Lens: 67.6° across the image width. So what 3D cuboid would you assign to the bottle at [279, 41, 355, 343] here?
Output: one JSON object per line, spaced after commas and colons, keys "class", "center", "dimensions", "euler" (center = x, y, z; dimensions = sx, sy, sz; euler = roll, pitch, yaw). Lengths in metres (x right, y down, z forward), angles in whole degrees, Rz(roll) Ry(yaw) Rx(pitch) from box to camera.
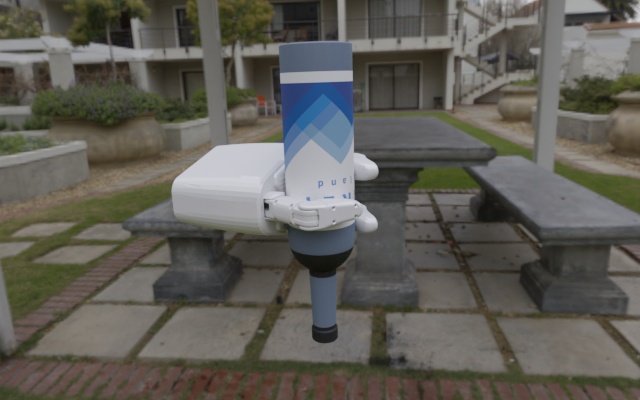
{"class": "bottle", "center": [0.000, 0.001, 0.468], "dimensions": [0.069, 0.296, 0.069], "euler": [-2, 14, 0]}
